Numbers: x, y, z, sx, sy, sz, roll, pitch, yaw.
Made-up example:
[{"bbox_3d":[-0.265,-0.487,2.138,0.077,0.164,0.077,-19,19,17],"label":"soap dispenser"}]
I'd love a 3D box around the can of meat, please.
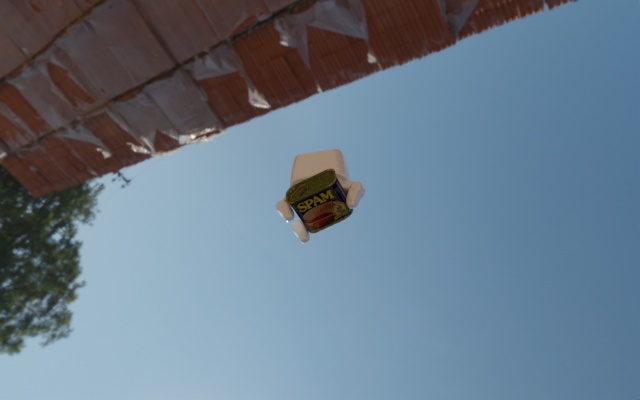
[{"bbox_3d":[0.000,0.003,0.879,0.102,0.084,0.057,-25,32,12],"label":"can of meat"}]
